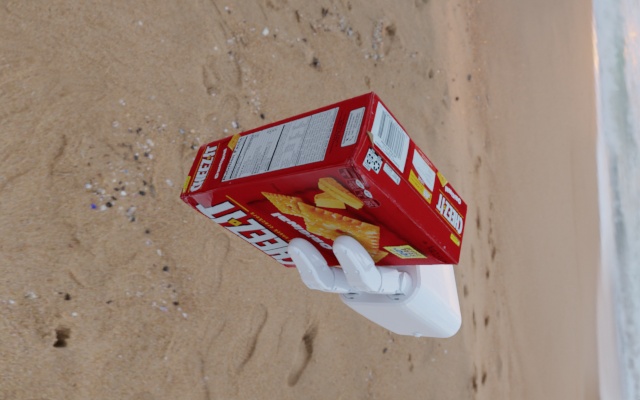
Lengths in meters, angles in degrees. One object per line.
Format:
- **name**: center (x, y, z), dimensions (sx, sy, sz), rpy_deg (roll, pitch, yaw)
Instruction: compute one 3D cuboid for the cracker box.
- **cracker box**: center (0.000, 0.001, 0.443), dimensions (0.214, 0.072, 0.164), rpy_deg (-9, -37, 40)
